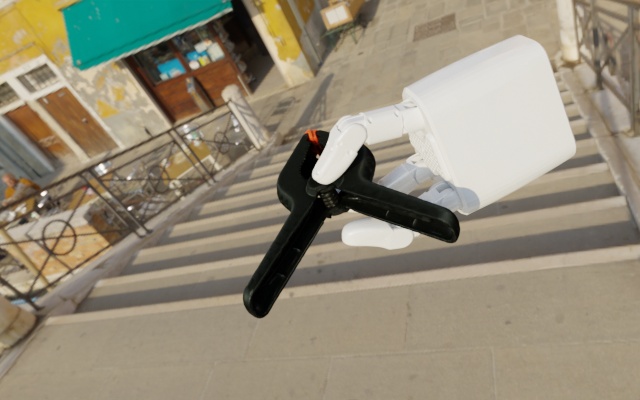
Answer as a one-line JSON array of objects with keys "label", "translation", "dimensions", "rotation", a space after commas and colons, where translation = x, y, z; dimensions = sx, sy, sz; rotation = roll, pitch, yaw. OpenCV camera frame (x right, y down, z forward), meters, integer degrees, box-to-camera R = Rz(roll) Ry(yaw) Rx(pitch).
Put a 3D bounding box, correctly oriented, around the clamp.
[{"label": "clamp", "translation": [0.000, 0.000, 0.410], "dimensions": [0.164, 0.036, 0.209], "rotation": [-26, 35, 1]}]
